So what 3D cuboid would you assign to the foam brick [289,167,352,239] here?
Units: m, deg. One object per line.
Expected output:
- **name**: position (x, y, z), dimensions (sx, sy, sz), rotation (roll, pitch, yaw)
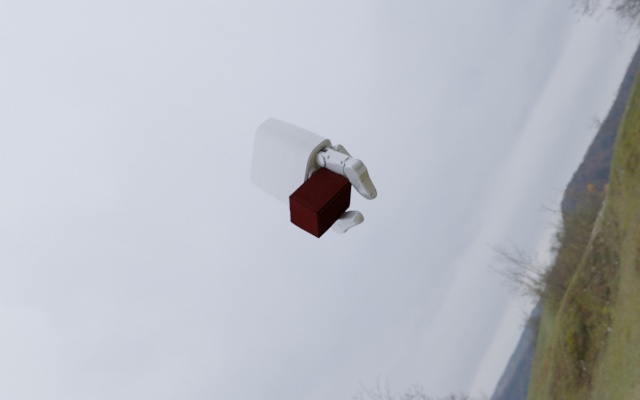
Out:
- **foam brick**: position (0.000, 0.002, 0.650), dimensions (0.051, 0.053, 0.078), rotation (28, 51, 24)
